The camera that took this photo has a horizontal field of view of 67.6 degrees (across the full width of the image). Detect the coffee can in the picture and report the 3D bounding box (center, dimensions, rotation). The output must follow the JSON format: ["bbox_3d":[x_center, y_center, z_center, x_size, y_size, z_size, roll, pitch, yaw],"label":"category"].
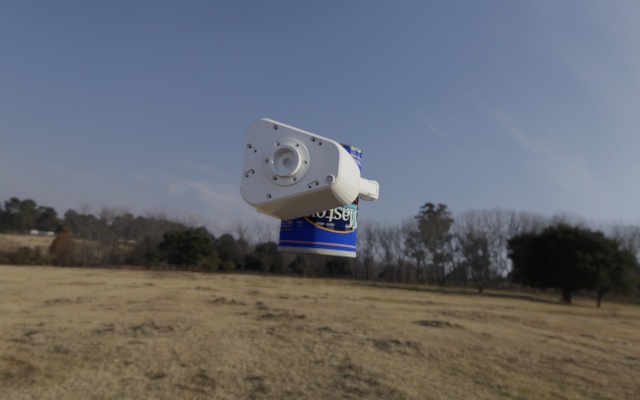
[{"bbox_3d":[0.000,0.002,0.632,0.103,0.140,0.103,4,-7,1],"label":"coffee can"}]
